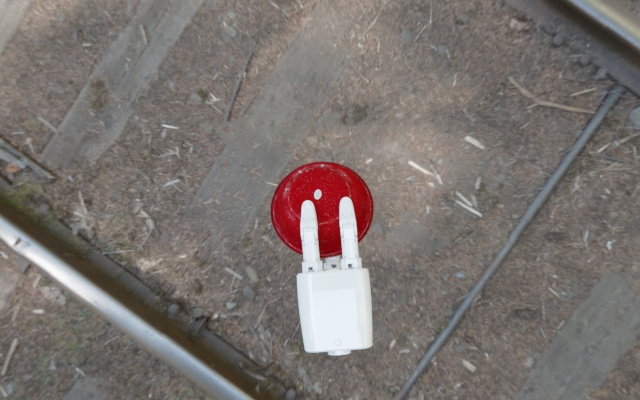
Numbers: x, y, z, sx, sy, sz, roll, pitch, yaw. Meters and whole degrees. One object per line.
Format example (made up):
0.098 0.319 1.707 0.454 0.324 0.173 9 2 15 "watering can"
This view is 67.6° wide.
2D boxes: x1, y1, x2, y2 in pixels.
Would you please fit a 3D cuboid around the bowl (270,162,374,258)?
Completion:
0.000 0.001 0.720 0.162 0.162 0.055 0 -22 5 "bowl"
